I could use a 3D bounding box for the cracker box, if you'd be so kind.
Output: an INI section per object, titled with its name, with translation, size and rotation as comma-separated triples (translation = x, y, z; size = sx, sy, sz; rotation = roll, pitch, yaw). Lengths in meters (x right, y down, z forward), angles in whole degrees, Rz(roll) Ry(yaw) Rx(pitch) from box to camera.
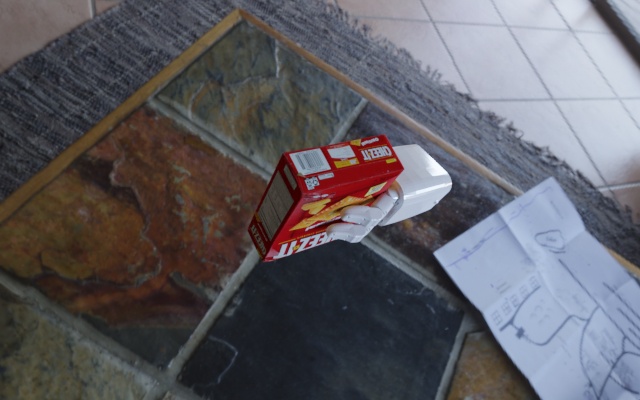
[cracker box]
translation = 0.000, 0.002, 0.702
size = 0.164, 0.072, 0.214
rotation = -14, -24, -29
